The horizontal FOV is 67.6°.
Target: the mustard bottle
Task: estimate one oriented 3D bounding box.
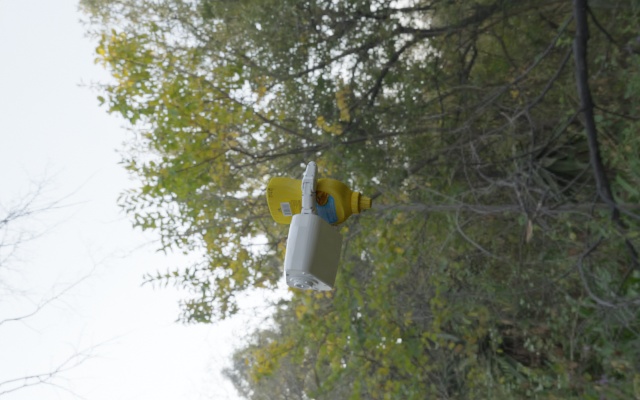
[{"bbox_3d":[0.000,0.003,0.894,0.191,0.096,0.058,2,38,17],"label":"mustard bottle"}]
